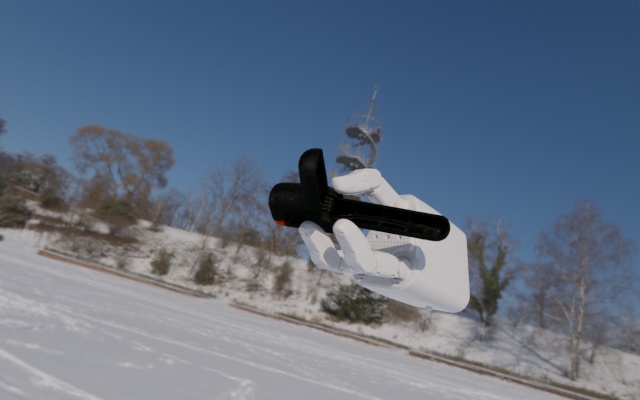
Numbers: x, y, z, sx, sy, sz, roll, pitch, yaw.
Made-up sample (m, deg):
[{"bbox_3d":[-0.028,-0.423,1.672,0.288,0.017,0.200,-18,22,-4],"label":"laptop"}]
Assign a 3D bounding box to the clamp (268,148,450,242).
[{"bbox_3d":[0.000,0.001,0.481,0.164,0.036,0.210,30,-20,-34],"label":"clamp"}]
